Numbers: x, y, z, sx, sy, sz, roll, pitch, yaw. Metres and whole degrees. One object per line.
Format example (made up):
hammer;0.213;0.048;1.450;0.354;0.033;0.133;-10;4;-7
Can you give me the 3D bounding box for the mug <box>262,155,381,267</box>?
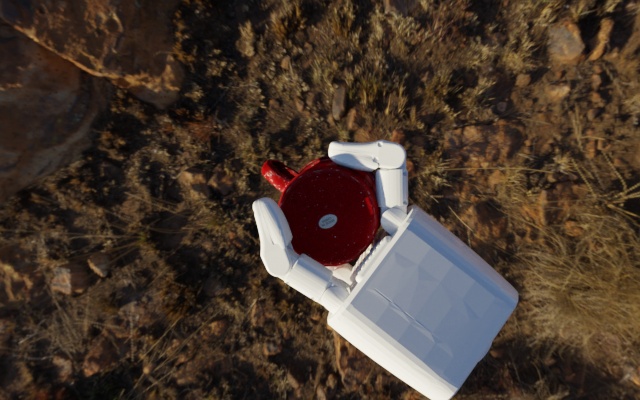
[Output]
mug;-0.001;0.000;0.410;0.117;0.093;0.081;37;9;1
